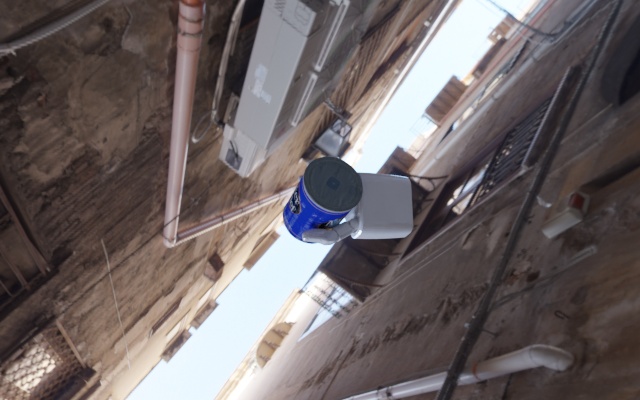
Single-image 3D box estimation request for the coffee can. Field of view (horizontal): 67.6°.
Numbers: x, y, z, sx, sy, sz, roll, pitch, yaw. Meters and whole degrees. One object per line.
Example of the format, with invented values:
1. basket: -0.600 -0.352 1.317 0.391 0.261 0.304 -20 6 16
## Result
1. coffee can: 0.000 0.003 0.834 0.103 0.102 0.140 0 -27 -21
